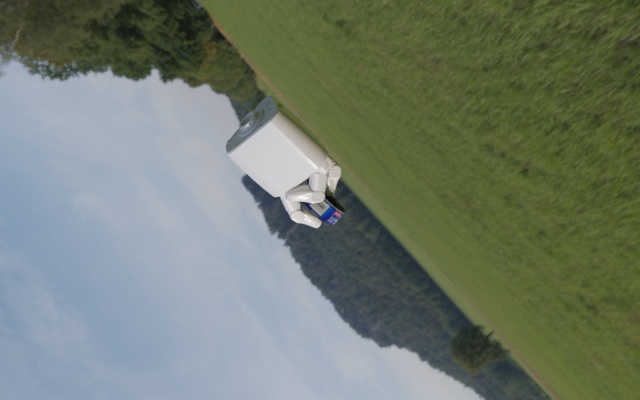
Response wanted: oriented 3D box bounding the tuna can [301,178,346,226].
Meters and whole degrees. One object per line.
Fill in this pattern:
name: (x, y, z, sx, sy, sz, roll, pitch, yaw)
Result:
tuna can: (0.000, 0.003, 0.808, 0.086, 0.034, 0.086, 42, 8, -8)
